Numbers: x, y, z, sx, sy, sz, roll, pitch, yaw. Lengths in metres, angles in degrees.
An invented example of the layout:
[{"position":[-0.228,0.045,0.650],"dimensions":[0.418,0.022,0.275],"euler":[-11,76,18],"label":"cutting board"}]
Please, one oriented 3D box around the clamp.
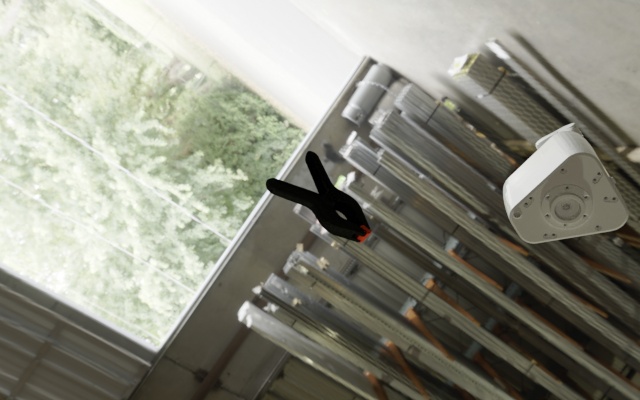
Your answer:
[{"position":[0.000,0.003,0.729],"dimensions":[0.120,0.171,0.039],"euler":[-32,-19,-37],"label":"clamp"}]
